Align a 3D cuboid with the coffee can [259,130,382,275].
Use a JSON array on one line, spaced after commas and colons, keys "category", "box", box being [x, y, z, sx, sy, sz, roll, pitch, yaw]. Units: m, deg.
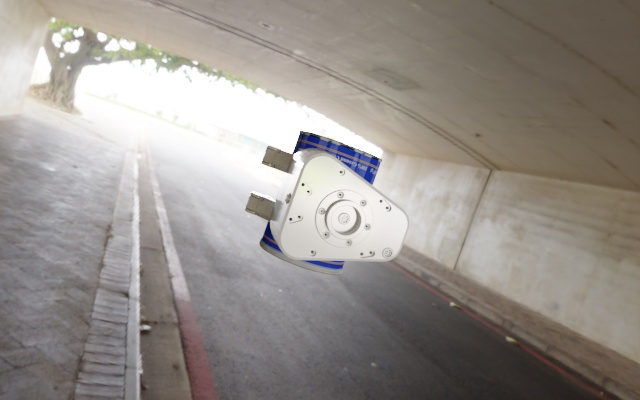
[{"category": "coffee can", "box": [0.000, 0.002, 0.555, 0.103, 0.140, 0.103, 20, 3, -1]}]
